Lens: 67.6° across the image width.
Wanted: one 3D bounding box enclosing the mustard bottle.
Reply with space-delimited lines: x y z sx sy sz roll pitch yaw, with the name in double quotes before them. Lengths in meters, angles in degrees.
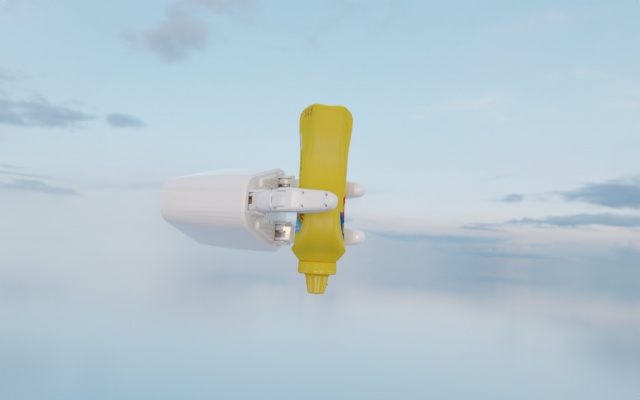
"mustard bottle" 0.000 0.001 0.507 0.058 0.191 0.096 4 -6 -5
